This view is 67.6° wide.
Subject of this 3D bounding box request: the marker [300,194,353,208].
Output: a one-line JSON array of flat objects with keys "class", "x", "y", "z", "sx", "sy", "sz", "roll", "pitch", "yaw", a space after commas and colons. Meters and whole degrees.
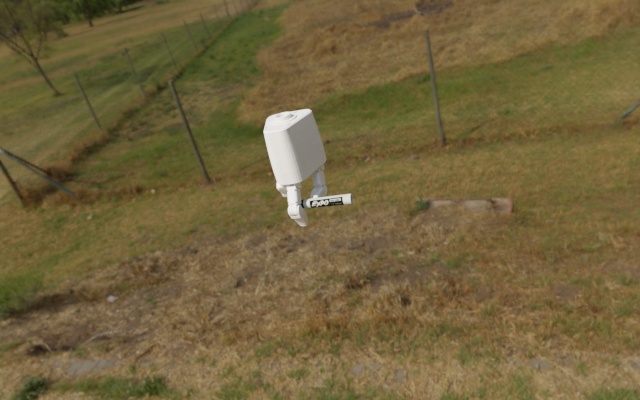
[{"class": "marker", "x": 0.000, "y": 0.003, "z": 0.885, "sx": 0.121, "sy": 0.020, "sz": 0.020, "roll": -6, "pitch": -2, "yaw": 19}]
